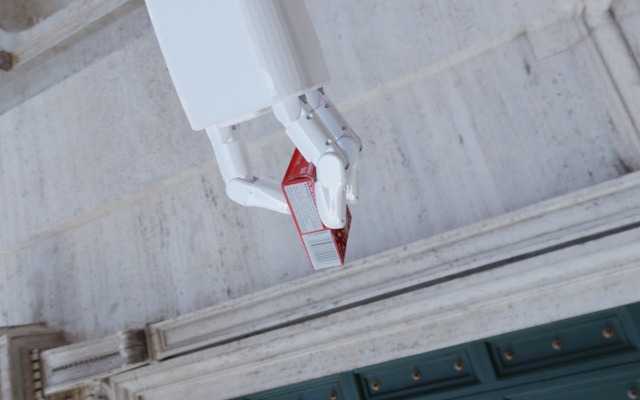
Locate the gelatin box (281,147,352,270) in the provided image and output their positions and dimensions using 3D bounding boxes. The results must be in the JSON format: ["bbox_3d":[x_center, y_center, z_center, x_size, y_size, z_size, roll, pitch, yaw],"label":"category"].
[{"bbox_3d":[0.000,0.002,0.407,0.030,0.089,0.073,-11,29,16],"label":"gelatin box"}]
